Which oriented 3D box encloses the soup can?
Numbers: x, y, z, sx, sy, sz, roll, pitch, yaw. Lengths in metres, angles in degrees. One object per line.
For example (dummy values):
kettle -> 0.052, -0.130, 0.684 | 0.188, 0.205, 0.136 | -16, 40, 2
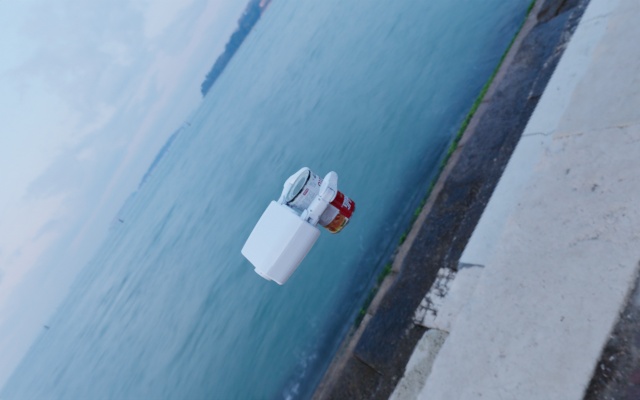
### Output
soup can -> 0.000, 0.002, 0.810 | 0.102, 0.068, 0.068 | 35, -12, -18
